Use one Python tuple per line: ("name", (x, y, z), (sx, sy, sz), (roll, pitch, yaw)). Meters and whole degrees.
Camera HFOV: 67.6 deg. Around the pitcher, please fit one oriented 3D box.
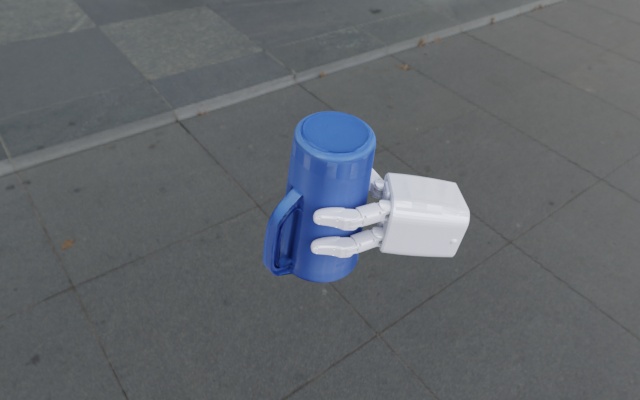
("pitcher", (0.000, 0.002, 0.690), (0.145, 0.243, 0.149), (7, 43, 0))
